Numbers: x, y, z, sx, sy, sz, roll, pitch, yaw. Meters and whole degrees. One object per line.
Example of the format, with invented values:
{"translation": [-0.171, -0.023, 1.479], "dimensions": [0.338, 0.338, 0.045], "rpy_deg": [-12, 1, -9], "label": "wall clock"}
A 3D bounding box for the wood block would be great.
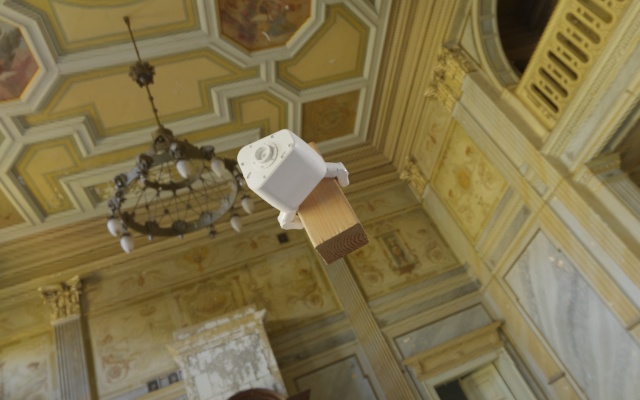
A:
{"translation": [0.000, 0.003, 0.899], "dimensions": [0.091, 0.206, 0.090], "rpy_deg": [-29, -33, 2], "label": "wood block"}
